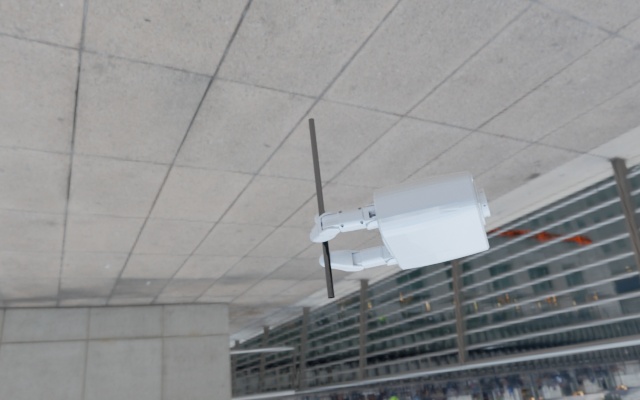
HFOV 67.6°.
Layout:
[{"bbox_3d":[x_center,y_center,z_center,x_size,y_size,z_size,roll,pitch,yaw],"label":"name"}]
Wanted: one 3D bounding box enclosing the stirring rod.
[{"bbox_3d":[0.000,0.002,0.598,0.011,0.239,0.011,-6,-22,-2],"label":"stirring rod"}]
